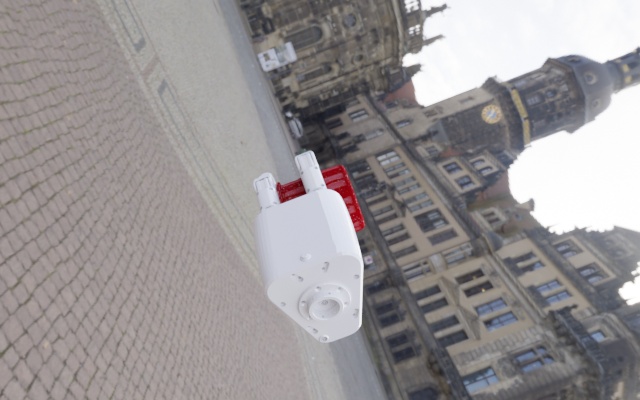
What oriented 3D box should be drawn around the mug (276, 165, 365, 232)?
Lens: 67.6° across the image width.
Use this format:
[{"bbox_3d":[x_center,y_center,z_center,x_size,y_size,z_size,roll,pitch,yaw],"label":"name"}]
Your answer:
[{"bbox_3d":[0.000,0.001,0.575,0.081,0.093,0.117,-20,34,2],"label":"mug"}]
